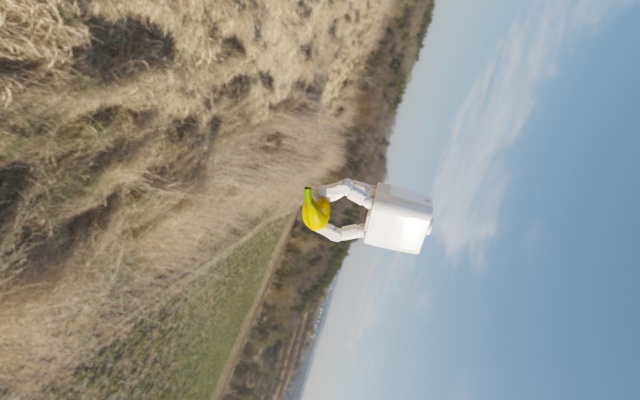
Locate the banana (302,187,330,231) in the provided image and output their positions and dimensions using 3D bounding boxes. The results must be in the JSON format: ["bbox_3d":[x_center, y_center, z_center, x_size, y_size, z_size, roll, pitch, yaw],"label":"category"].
[{"bbox_3d":[-0.004,0.021,0.865,0.037,0.069,0.198,10,-4,8],"label":"banana"}]
